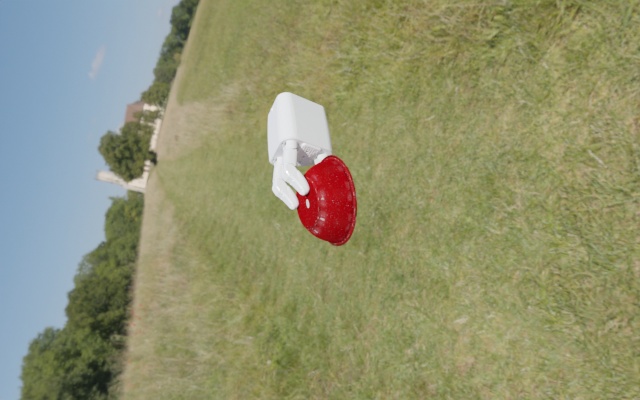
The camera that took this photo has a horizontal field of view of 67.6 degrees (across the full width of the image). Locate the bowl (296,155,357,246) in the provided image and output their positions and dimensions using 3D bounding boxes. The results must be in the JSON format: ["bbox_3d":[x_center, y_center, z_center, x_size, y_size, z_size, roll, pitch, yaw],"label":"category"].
[{"bbox_3d":[0.000,0.004,0.831,0.055,0.162,0.162,-6,2,-27],"label":"bowl"}]
